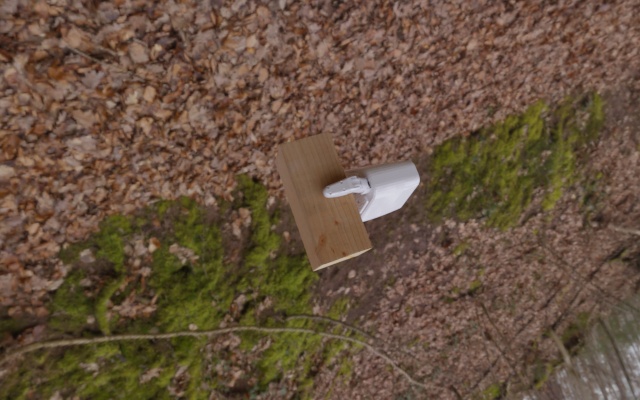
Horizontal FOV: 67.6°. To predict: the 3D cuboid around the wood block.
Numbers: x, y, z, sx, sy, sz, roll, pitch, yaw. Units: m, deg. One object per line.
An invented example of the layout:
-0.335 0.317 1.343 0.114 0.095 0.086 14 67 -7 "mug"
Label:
0.001 0.003 0.803 0.090 0.206 0.091 -17 -10 -15 "wood block"
